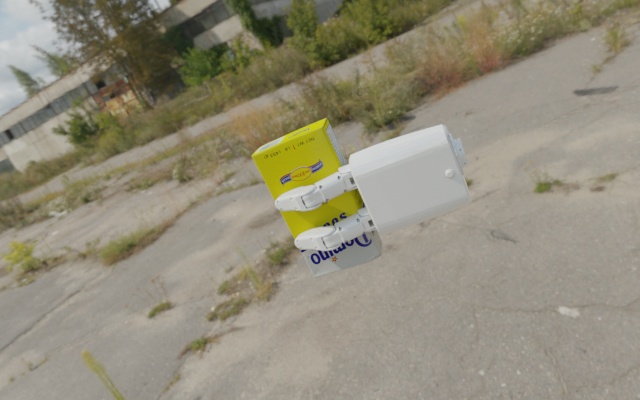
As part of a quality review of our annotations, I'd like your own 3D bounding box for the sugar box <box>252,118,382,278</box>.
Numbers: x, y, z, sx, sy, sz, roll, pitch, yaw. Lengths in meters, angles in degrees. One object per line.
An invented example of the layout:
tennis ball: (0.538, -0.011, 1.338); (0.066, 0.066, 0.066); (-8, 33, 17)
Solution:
sugar box: (0.000, 0.002, 0.570); (0.093, 0.176, 0.048); (-20, 18, 17)
